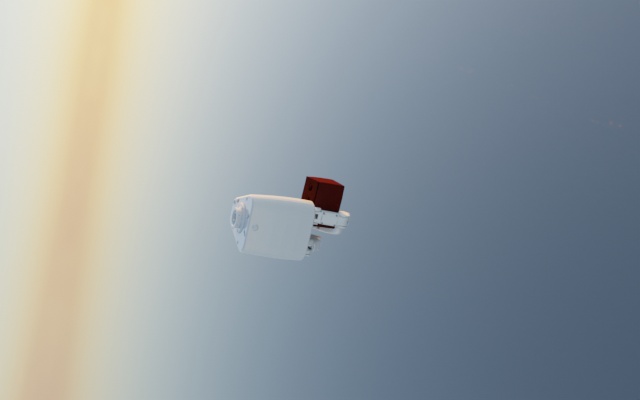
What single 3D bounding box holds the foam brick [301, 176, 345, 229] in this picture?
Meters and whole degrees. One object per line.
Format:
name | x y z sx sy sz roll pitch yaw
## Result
foam brick | 0.000 0.002 0.809 0.051 0.078 0.053 9 9 -26
